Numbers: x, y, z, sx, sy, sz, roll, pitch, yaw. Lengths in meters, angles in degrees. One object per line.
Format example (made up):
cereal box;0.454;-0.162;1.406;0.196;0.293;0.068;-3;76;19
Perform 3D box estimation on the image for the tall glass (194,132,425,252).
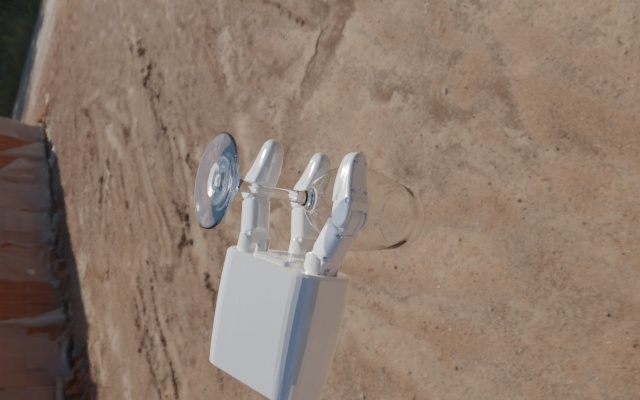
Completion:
tall glass;0.000;0.001;0.414;0.201;0.079;0.079;11;-7;-35
